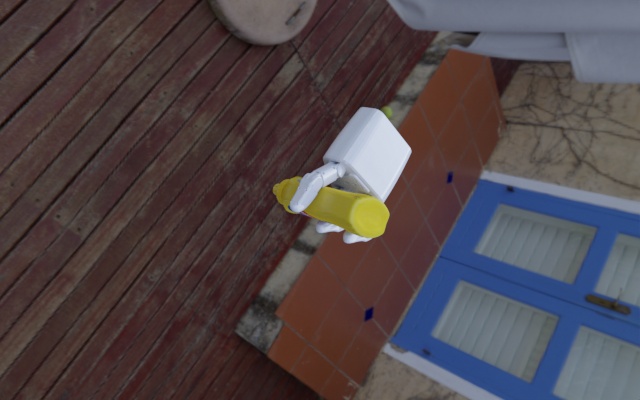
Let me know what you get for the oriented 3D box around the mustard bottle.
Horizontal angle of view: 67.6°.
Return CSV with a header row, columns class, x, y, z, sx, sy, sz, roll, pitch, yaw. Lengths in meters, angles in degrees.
class,x,y,z,sx,sy,sz,roll,pitch,yaw
mustard bottle,0.000,0.003,0.710,0.191,0.058,0.096,17,0,39
